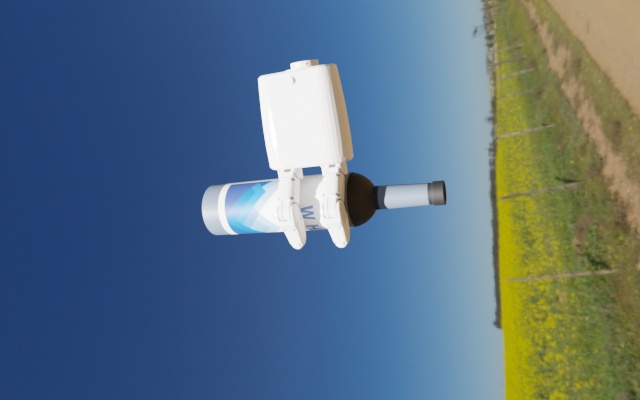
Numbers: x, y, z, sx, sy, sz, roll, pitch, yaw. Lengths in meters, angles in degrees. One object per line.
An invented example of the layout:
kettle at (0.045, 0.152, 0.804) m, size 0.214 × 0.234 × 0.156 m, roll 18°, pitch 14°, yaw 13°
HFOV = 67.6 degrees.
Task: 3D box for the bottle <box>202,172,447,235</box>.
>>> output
bottle at (0.000, 0.002, 0.578) m, size 0.296 × 0.069 × 0.069 m, roll -4°, pitch -2°, yaw 20°
